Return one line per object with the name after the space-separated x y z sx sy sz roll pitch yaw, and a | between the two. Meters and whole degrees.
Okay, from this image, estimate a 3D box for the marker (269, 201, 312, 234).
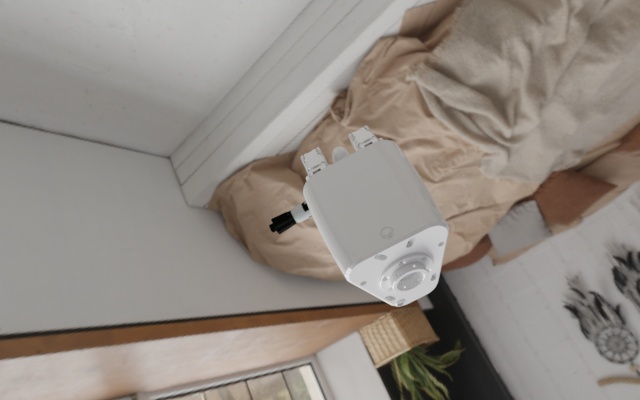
0.000 0.002 0.504 0.121 0.020 0.020 -28 -2 4 | marker
